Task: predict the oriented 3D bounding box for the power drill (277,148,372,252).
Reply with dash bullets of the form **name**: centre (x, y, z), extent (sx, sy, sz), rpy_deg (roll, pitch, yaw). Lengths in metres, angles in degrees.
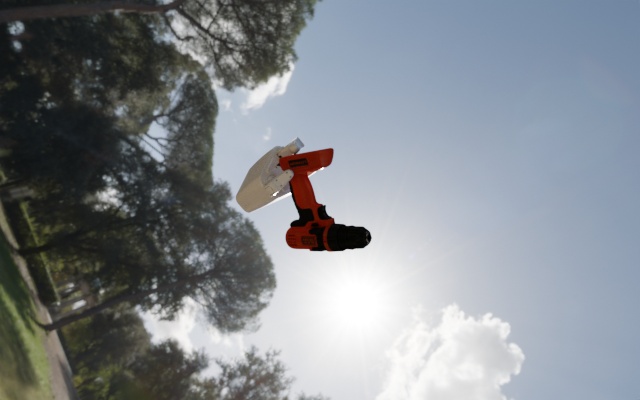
- **power drill**: centre (0.000, 0.002, 0.867), extent (0.184, 0.187, 0.057), rpy_deg (-4, 9, 36)
